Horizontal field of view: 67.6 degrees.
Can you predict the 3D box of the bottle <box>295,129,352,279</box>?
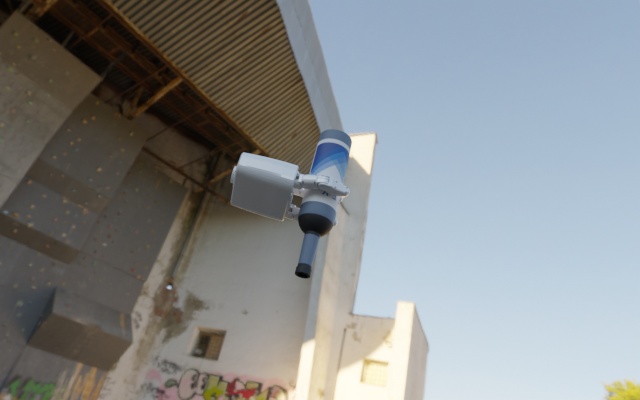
[{"bbox_3d":[0.000,0.003,0.880,0.069,0.295,0.069,10,-30,6],"label":"bottle"}]
